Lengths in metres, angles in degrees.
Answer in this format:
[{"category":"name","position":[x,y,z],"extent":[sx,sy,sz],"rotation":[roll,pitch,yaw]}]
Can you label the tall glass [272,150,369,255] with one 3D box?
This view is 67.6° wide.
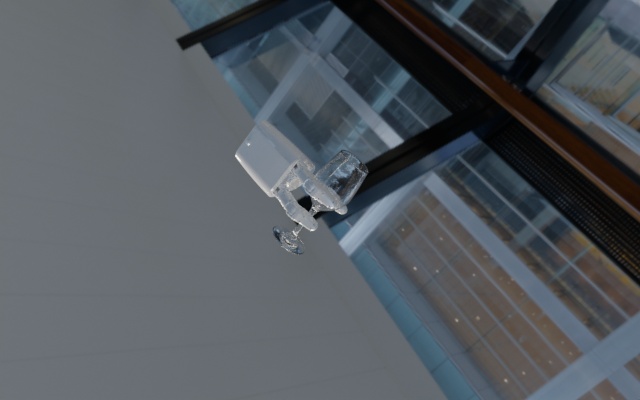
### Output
[{"category":"tall glass","position":[0.000,0.003,0.864],"extent":[0.079,0.201,0.079],"rotation":[35,20,-15]}]
